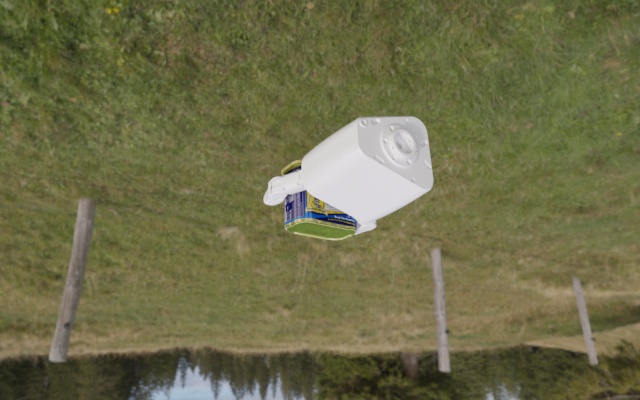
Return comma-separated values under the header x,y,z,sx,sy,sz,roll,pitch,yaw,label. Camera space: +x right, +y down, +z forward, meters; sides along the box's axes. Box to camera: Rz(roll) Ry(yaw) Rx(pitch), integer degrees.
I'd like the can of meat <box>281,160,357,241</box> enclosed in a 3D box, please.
x,y,z,sx,sy,sz,roll,pitch,yaw,label
0.000,0.002,0.632,0.102,0.084,0.057,13,-26,-34,can of meat
